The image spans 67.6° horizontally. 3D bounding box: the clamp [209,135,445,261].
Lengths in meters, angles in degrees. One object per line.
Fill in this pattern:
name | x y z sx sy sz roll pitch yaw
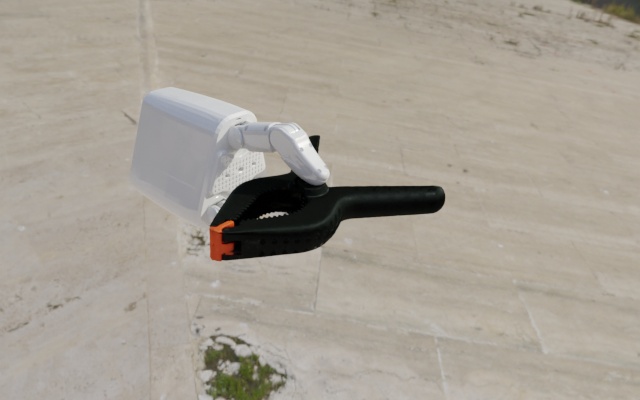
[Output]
clamp | 0.000 0.001 0.406 0.164 0.036 0.210 22 33 27
